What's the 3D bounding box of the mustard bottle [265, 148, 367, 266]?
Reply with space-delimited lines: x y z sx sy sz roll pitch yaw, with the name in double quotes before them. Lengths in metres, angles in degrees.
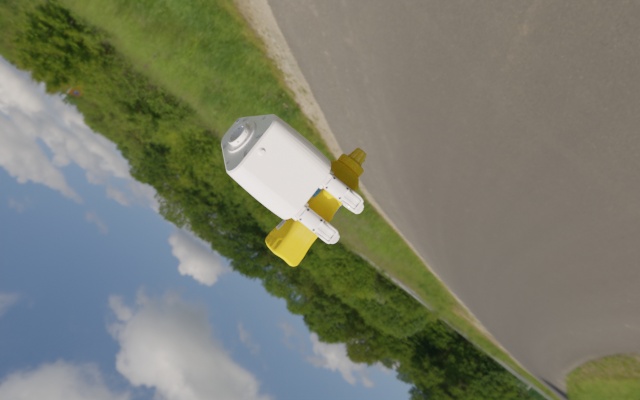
"mustard bottle" 0.000 0.003 0.692 0.058 0.191 0.096 39 -2 -9
